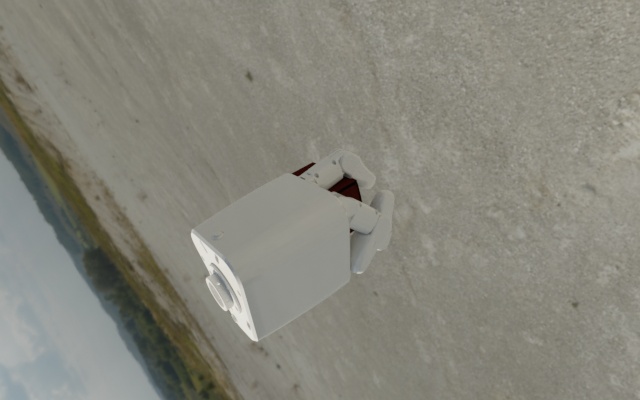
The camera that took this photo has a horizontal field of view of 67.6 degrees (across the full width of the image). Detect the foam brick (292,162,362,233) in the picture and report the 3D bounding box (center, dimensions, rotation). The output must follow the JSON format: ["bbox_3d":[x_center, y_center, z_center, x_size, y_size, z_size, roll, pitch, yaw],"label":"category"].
[{"bbox_3d":[0.000,0.002,0.491,0.051,0.053,0.078,-32,33,-24],"label":"foam brick"}]
